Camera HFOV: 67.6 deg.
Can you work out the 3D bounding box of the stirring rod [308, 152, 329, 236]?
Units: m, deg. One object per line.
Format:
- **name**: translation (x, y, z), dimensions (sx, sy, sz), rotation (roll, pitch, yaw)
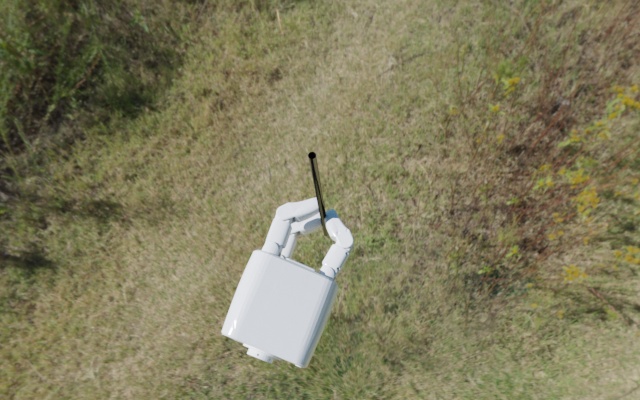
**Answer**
- **stirring rod**: translation (0.000, 0.002, 0.576), dimensions (0.011, 0.011, 0.240), rotation (0, -22, 4)
